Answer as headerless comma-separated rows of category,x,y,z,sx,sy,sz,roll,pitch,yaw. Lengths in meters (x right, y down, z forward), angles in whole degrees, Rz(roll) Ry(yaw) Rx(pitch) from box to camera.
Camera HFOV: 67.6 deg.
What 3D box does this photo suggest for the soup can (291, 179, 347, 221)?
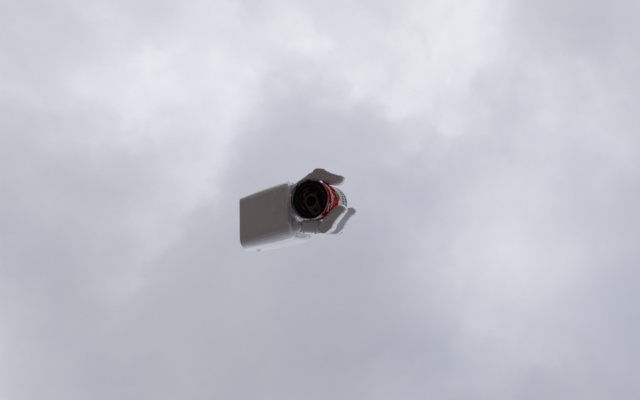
soup can,0.001,0.003,0.836,0.068,0.068,0.102,0,-6,22
